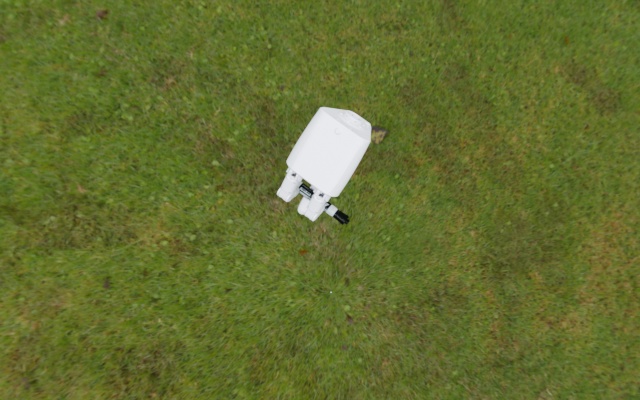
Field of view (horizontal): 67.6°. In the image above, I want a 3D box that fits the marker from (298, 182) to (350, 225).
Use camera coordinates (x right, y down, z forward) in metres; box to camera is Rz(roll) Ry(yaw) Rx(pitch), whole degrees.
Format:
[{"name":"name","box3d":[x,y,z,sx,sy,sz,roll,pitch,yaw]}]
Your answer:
[{"name":"marker","box3d":[0.000,0.003,0.831,0.121,0.020,0.020,36,5,7]}]
